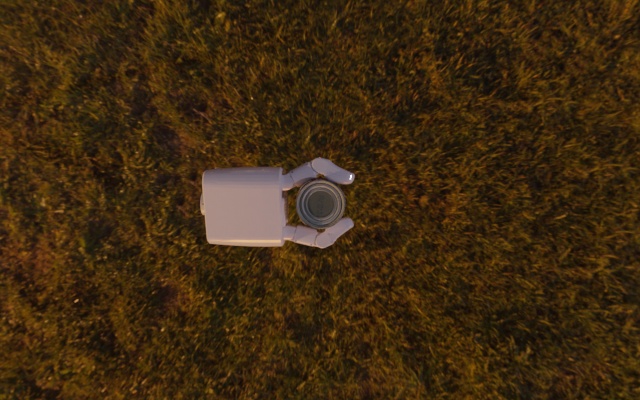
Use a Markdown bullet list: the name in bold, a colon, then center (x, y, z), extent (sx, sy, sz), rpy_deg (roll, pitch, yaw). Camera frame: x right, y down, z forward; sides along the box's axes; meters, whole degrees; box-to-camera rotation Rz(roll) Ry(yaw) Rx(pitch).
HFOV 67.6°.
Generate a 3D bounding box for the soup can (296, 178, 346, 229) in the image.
- **soup can**: center (0.001, 0.002, 0.672), extent (0.068, 0.068, 0.102), rpy_deg (0, 3, 0)
